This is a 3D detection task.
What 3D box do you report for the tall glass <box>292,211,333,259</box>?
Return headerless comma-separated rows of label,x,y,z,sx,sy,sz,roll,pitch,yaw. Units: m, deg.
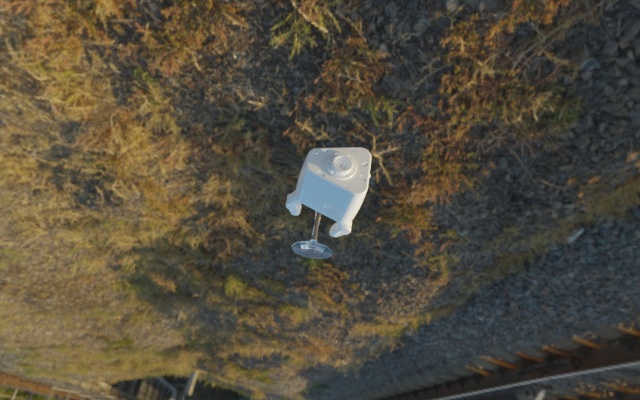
tall glass,0.000,0.004,0.899,0.079,0.201,0.079,8,-28,4
